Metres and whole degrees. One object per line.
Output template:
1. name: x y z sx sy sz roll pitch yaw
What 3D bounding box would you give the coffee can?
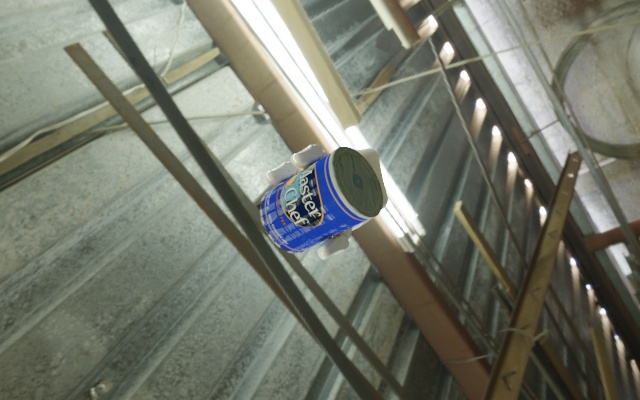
1. coffee can: 0.000 0.002 0.659 0.140 0.102 0.103 -29 -17 35
